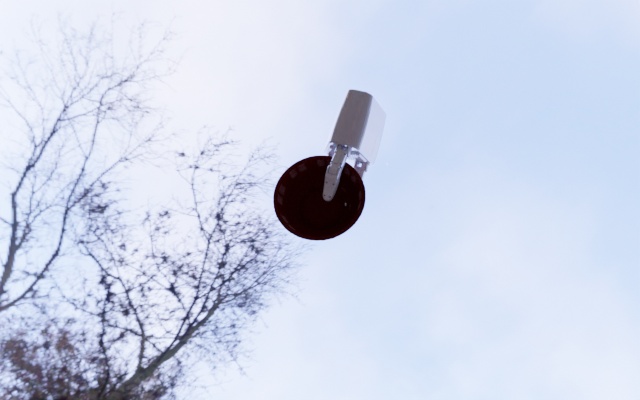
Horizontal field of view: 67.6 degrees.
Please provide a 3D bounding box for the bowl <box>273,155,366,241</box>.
[{"bbox_3d":[-0.001,0.004,0.848,0.162,0.162,0.055,0,-23,7],"label":"bowl"}]
